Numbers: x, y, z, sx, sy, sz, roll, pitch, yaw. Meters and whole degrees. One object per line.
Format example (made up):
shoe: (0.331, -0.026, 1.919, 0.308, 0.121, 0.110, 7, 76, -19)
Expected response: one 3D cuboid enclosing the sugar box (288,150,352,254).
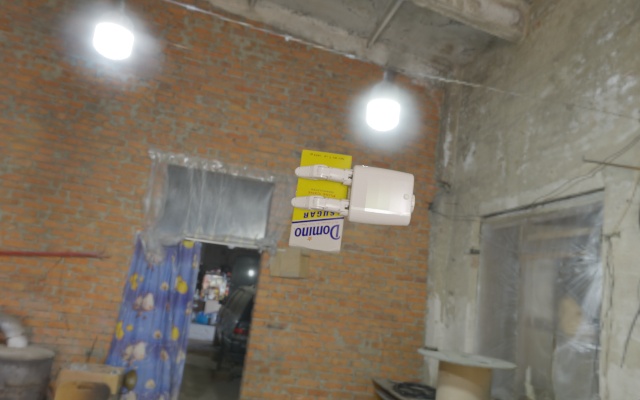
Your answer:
sugar box: (0.000, 0.003, 0.860, 0.093, 0.176, 0.048, 7, -11, 1)
